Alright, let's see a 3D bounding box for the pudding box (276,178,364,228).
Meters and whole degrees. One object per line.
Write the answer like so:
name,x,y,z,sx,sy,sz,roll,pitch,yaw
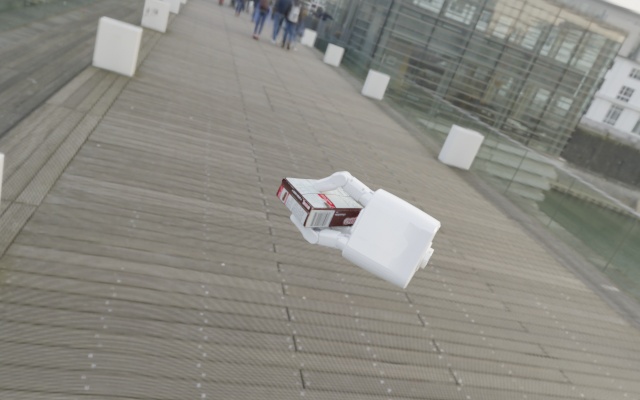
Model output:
pudding box,0.000,0.002,0.761,0.113,0.039,0.090,3,31,-42
